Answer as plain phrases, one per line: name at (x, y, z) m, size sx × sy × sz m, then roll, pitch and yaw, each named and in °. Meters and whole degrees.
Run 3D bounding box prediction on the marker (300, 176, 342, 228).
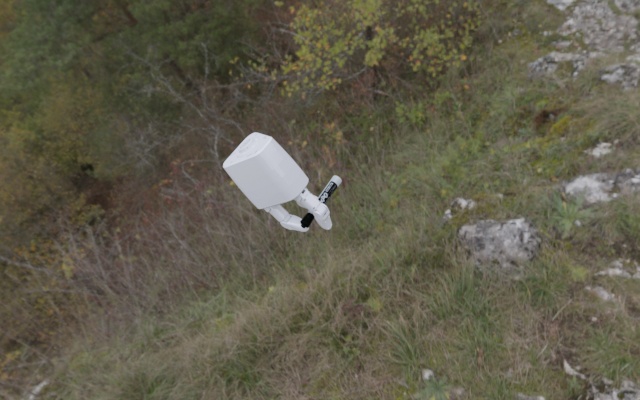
marker at (0.000, 0.003, 0.874) m, size 0.020 × 0.121 × 0.020 m, roll 28°, pitch -27°, yaw 16°
